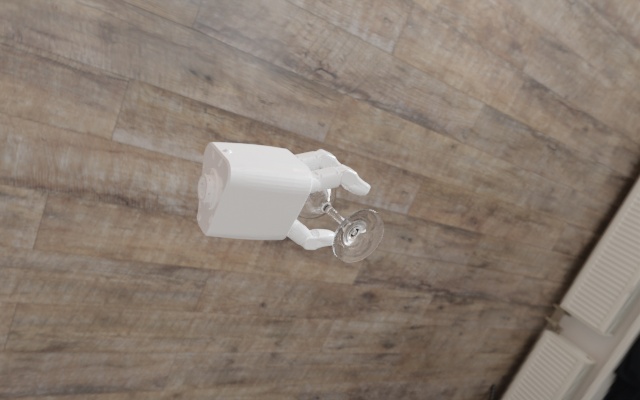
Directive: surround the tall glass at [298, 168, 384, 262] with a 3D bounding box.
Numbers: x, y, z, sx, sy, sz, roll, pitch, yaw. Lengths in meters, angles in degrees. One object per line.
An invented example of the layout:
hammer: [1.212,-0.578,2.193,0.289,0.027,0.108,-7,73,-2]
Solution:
tall glass: [0.001,0.003,0.664,0.079,0.079,0.201,0,25,-32]
